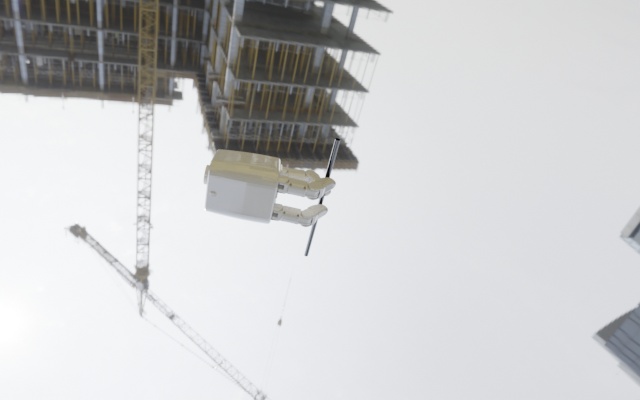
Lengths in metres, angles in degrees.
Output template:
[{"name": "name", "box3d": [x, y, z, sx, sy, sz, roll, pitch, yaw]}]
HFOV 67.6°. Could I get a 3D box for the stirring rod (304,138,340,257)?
[{"name": "stirring rod", "box3d": [0.000, 0.003, 0.799, 0.011, 0.240, 0.011, 10, 34, -7]}]
